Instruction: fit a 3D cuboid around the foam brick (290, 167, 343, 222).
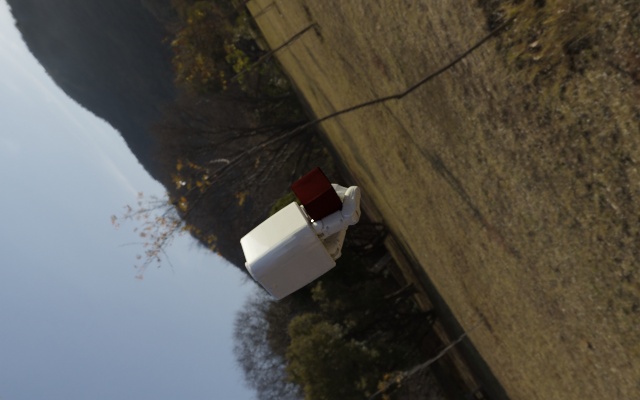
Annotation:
[{"bbox_3d":[0.000,0.002,0.697,0.051,0.078,0.053,-33,46,-1],"label":"foam brick"}]
